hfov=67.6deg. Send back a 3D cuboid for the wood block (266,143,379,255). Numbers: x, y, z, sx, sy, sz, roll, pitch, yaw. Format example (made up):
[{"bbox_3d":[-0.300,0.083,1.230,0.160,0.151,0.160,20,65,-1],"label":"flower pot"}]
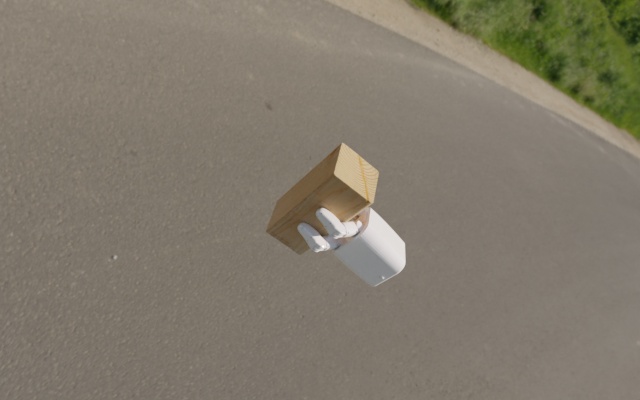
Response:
[{"bbox_3d":[0.001,0.003,0.875,0.090,0.090,0.206,36,-49,-18],"label":"wood block"}]
